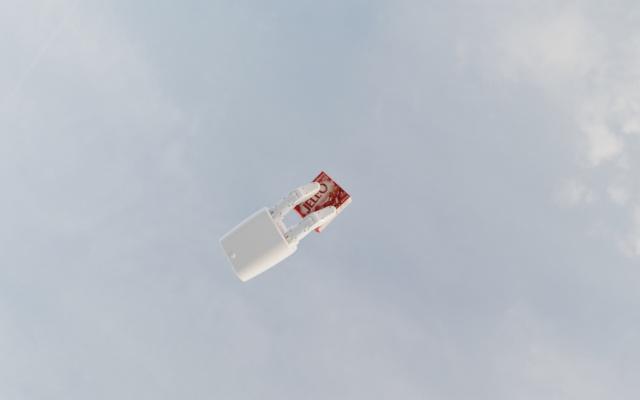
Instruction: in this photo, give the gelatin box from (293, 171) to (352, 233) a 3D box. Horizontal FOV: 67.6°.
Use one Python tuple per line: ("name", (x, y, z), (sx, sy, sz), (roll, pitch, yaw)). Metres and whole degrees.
("gelatin box", (0.000, 0.003, 0.869), (0.073, 0.089, 0.030), (43, -8, 18))
